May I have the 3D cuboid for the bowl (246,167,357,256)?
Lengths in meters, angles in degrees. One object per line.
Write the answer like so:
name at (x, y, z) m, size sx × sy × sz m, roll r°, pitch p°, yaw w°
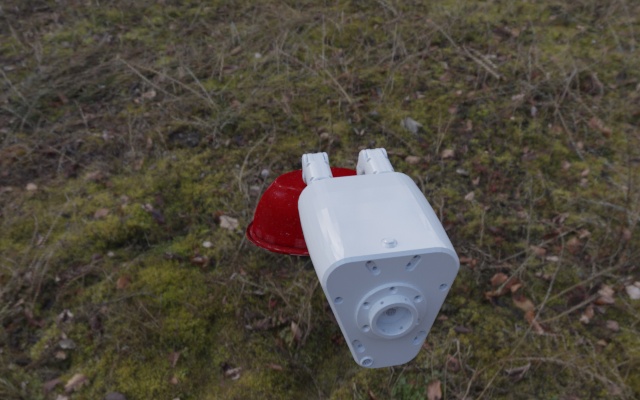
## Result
bowl at (0.000, 0.001, 0.505) m, size 0.162 × 0.055 × 0.162 m, roll -3°, pitch 17°, yaw 1°
